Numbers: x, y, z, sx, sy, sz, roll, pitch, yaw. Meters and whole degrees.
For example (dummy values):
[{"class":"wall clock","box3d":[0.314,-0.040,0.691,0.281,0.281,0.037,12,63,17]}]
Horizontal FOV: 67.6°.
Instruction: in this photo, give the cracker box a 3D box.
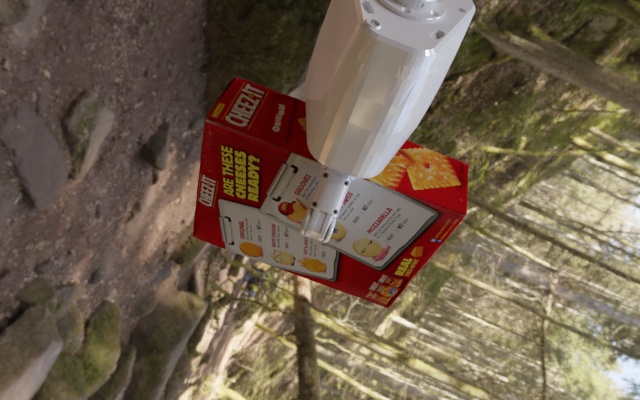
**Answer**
[{"class":"cracker box","box3d":[0.000,0.002,0.440,0.214,0.072,0.164,21,-41,-2]}]
